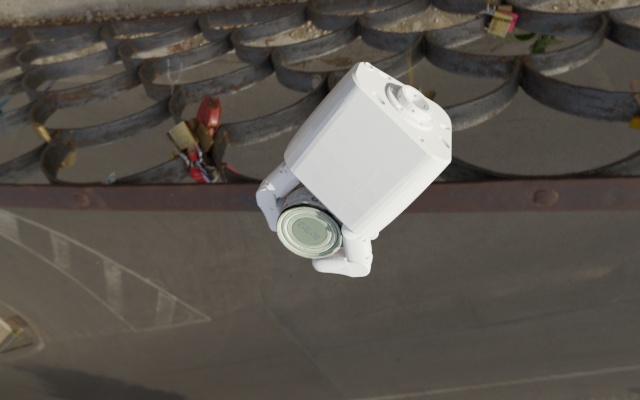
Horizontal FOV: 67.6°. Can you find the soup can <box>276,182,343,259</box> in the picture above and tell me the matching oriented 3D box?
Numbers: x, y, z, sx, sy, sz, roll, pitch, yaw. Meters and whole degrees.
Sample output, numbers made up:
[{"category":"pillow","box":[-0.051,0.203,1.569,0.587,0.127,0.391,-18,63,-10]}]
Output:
[{"category":"soup can","box":[0.000,0.002,0.491,0.068,0.068,0.102,0,37,16]}]
